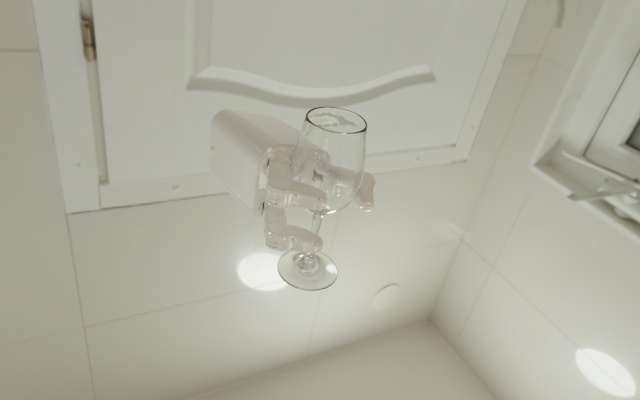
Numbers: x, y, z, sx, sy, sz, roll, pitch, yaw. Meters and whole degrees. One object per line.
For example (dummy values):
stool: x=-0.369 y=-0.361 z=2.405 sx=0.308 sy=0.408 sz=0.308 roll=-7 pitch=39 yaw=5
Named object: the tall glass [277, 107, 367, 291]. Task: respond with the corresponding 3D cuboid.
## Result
tall glass: x=0.000 y=0.002 z=0.525 sx=0.079 sy=0.201 sz=0.079 roll=8 pitch=34 yaw=-5
